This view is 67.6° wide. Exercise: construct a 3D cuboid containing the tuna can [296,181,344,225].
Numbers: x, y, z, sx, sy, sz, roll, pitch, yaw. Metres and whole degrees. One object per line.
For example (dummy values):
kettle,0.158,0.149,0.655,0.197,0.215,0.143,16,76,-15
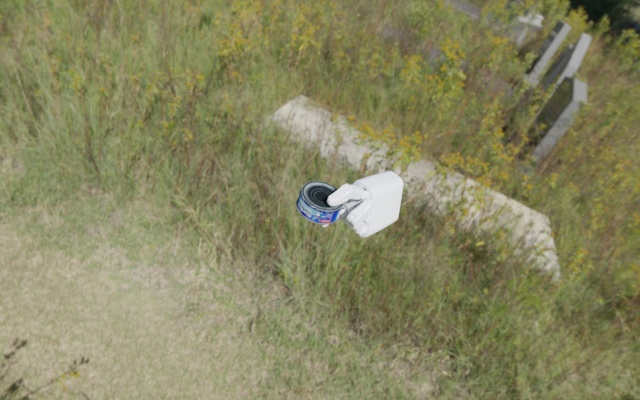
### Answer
tuna can,0.000,0.003,0.887,0.086,0.034,0.086,12,40,-10
